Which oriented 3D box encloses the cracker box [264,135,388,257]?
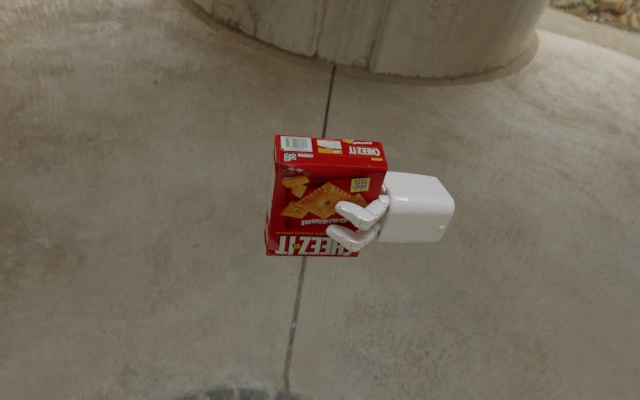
[{"bbox_3d":[0.000,0.002,0.762,0.164,0.072,0.214,3,-45,-10],"label":"cracker box"}]
